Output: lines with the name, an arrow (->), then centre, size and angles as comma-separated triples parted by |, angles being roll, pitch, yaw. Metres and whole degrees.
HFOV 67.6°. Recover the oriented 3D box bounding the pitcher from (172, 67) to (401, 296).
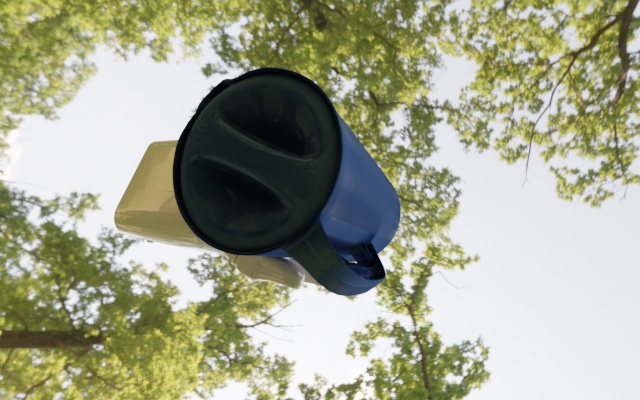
pitcher -> 0.000, 0.001, 0.426 | 0.145, 0.149, 0.243 | 5, -9, 24
